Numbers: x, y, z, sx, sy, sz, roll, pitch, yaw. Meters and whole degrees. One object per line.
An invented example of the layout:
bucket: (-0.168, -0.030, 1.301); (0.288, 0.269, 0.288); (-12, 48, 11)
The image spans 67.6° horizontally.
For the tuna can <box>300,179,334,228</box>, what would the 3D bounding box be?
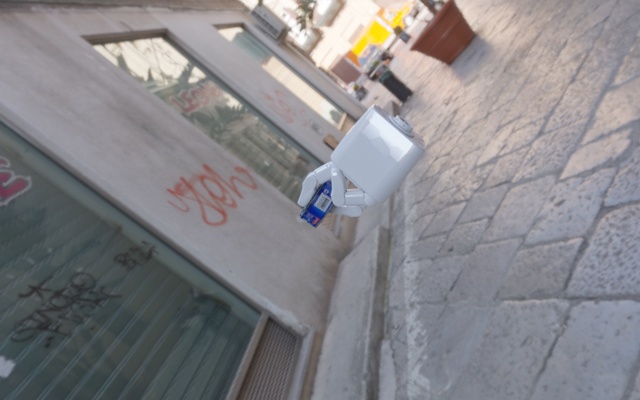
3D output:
tuna can: (0.000, 0.002, 0.821); (0.034, 0.086, 0.086); (33, -4, -5)
